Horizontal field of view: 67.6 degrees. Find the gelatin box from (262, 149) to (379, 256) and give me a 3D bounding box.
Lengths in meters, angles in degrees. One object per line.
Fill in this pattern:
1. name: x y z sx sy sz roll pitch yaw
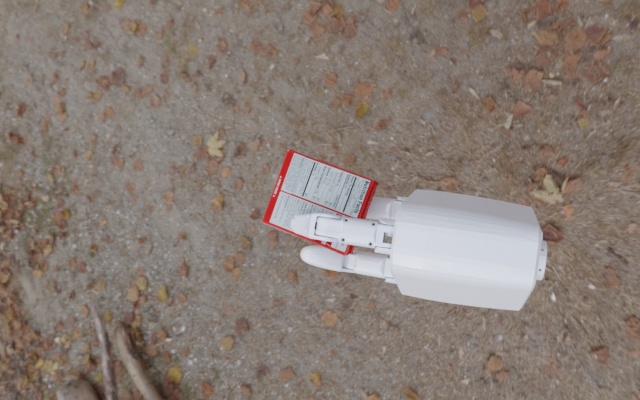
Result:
1. gelatin box: 0.000 0.001 0.443 0.089 0.073 0.030 21 4 13
